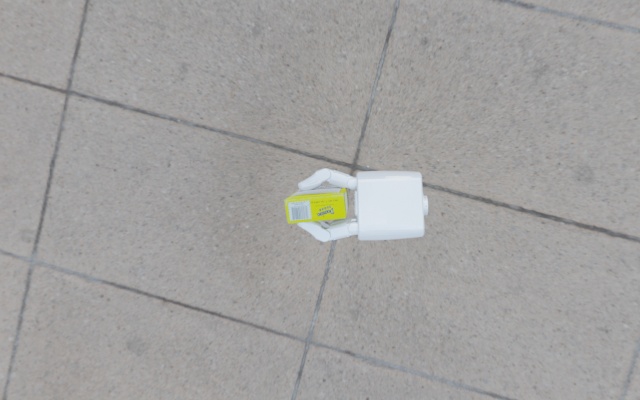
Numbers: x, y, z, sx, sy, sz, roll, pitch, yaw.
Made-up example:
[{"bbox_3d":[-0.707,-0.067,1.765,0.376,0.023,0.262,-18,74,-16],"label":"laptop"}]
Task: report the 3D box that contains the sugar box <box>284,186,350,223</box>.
[{"bbox_3d":[0.000,0.003,0.805,0.093,0.048,0.176,-5,4,6],"label":"sugar box"}]
